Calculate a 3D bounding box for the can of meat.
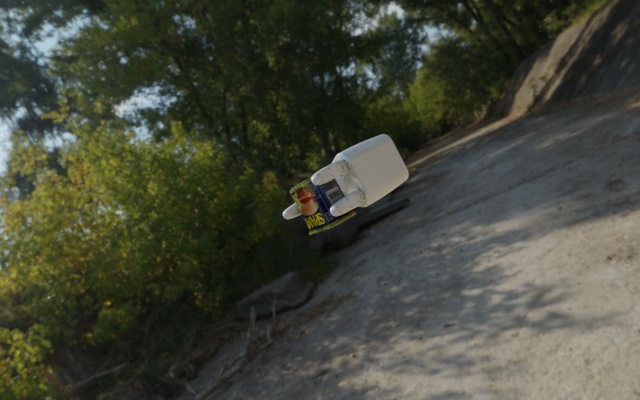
[{"bbox_3d":[0.000,0.002,0.776,0.057,0.084,0.102,-28,2,-26],"label":"can of meat"}]
